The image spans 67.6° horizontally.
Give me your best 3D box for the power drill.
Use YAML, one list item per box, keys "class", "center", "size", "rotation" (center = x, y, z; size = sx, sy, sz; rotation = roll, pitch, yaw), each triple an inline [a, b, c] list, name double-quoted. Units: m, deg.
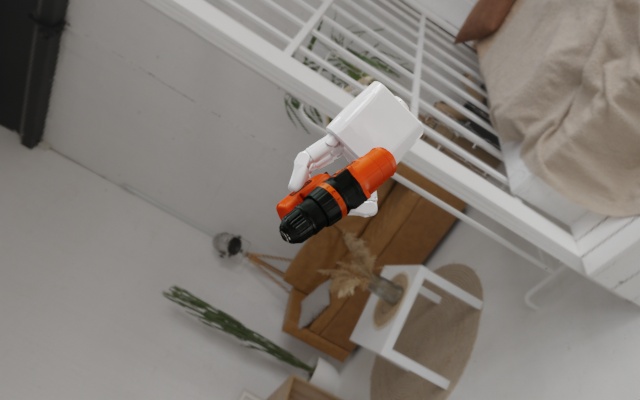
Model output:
- class: "power drill"
  center: [0.000, 0.002, 0.671]
  size: [0.184, 0.057, 0.187]
  rotation: [-35, 8, -21]
